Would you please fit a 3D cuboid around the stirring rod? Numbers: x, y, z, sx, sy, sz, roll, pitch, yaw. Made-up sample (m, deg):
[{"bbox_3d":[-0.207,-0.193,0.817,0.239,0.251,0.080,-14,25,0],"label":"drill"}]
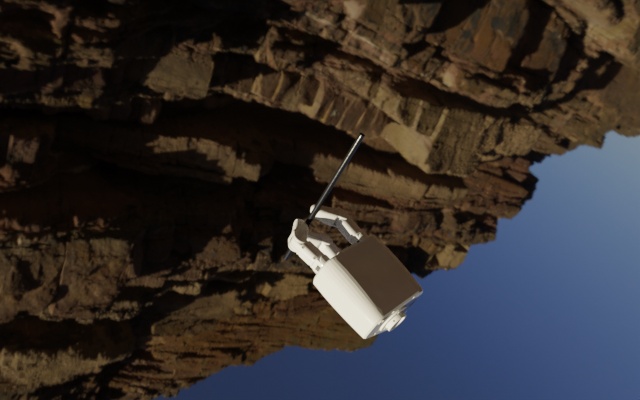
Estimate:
[{"bbox_3d":[0.000,0.002,0.685,0.011,0.240,0.011,23,31,-15],"label":"stirring rod"}]
